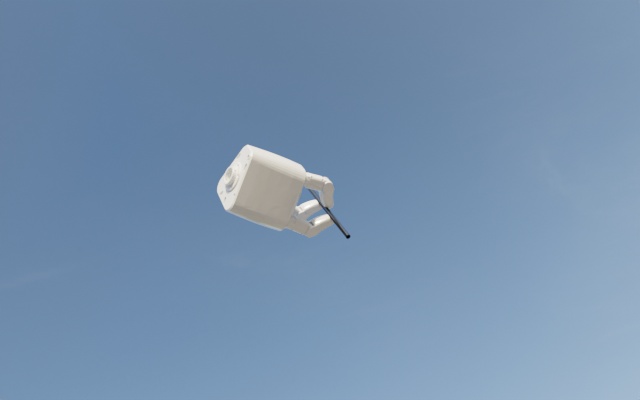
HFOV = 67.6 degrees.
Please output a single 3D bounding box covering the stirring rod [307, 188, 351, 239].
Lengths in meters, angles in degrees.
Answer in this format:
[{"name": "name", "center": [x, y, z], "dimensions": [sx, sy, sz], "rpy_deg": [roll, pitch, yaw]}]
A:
[{"name": "stirring rod", "center": [0.000, 0.003, 0.874], "dimensions": [0.011, 0.011, 0.239], "rpy_deg": [0, 28, -25]}]
